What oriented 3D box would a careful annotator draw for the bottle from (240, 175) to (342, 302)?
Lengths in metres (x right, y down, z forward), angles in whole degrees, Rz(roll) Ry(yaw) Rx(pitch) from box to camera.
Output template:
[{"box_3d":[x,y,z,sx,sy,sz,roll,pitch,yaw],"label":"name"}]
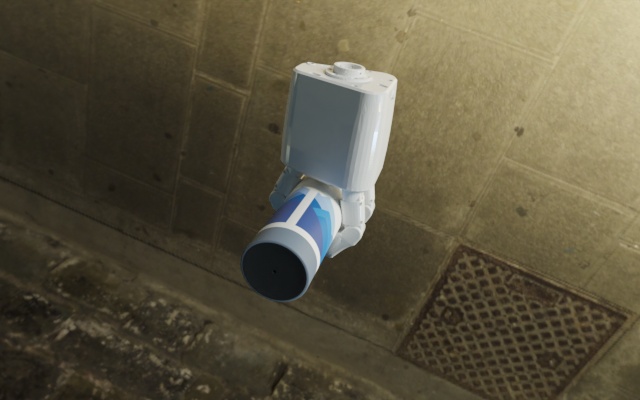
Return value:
[{"box_3d":[0.000,0.002,0.553,0.069,0.069,0.295,0,25,18],"label":"bottle"}]
